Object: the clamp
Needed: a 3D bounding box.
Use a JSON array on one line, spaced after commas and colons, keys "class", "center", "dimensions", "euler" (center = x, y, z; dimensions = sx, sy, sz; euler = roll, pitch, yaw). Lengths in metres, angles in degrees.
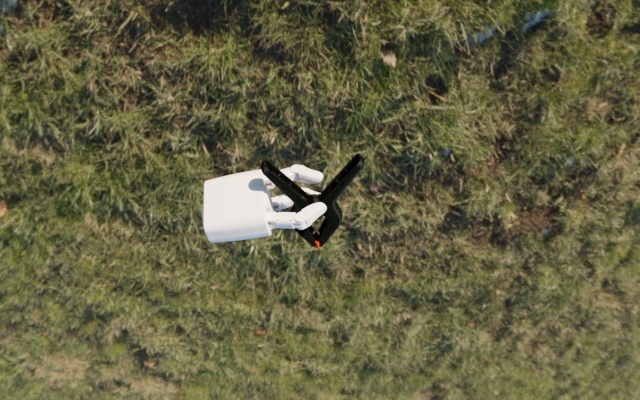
[{"class": "clamp", "center": [0.000, 0.004, 0.819], "dimensions": [0.164, 0.210, 0.036], "euler": [-8, 43, 4]}]
